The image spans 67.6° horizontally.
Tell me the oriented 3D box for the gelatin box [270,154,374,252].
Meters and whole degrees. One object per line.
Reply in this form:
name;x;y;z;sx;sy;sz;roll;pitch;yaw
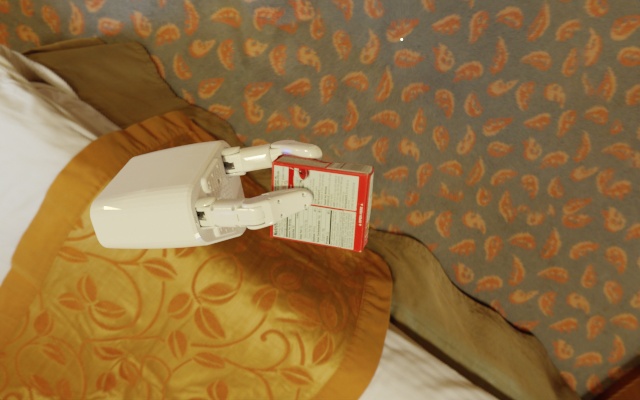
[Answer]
gelatin box;0.000;0.002;0.426;0.089;0.073;0.030;9;22;15
